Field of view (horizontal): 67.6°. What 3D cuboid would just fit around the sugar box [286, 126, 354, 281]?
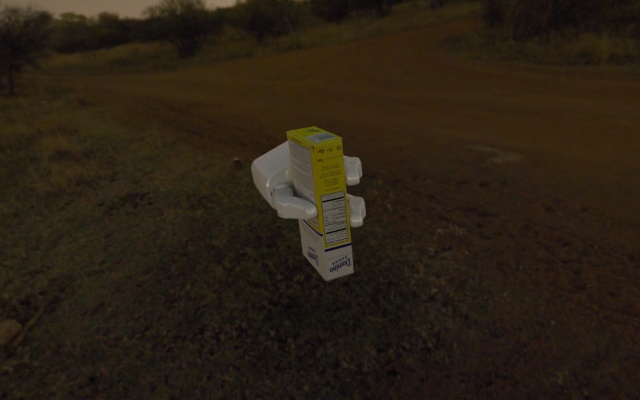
[{"bbox_3d":[0.001,0.002,0.604,0.048,0.176,0.093,-15,22,-17],"label":"sugar box"}]
